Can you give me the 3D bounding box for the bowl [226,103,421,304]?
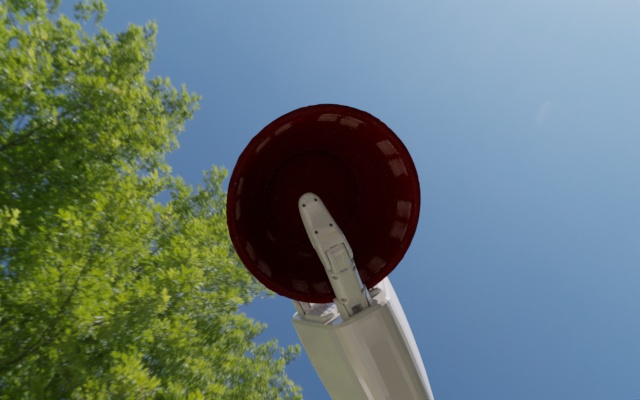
[{"bbox_3d":[0.000,0.000,0.405,0.162,0.162,0.055,0,9,-15],"label":"bowl"}]
